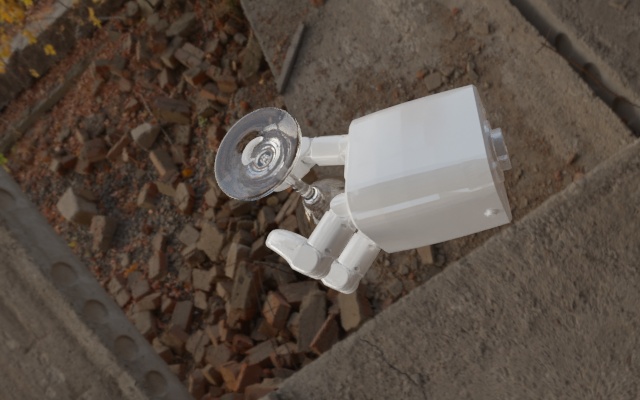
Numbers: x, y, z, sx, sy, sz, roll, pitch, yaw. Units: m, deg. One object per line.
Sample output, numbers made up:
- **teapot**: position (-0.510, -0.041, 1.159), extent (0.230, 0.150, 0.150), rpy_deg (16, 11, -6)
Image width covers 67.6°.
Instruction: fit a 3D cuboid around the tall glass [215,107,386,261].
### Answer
- **tall glass**: position (0.000, 0.001, 0.421), extent (0.079, 0.079, 0.201), rpy_deg (0, -21, 30)
